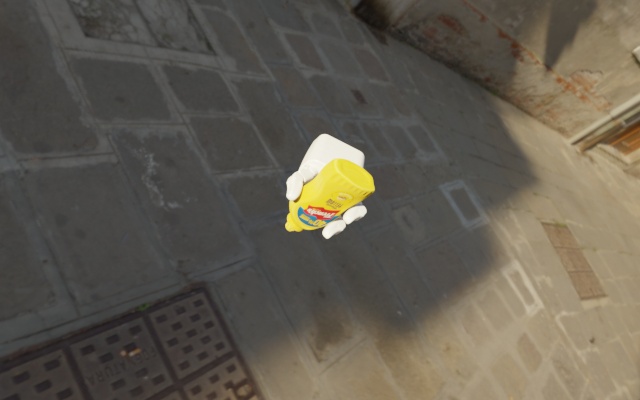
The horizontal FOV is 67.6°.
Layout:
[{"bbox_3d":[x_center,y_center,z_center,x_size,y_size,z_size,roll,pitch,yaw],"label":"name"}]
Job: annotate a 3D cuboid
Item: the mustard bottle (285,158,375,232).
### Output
[{"bbox_3d":[0.000,0.003,0.865,0.096,0.058,0.192,22,-45,-35],"label":"mustard bottle"}]
